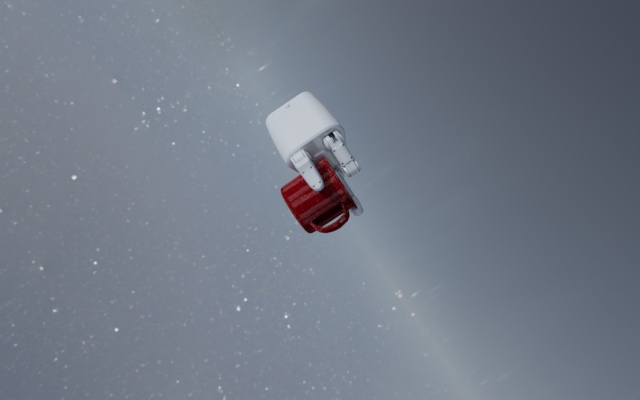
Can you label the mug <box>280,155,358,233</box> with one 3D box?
[{"bbox_3d":[0.001,0.003,0.688,0.081,0.117,0.093,-33,-42,2],"label":"mug"}]
